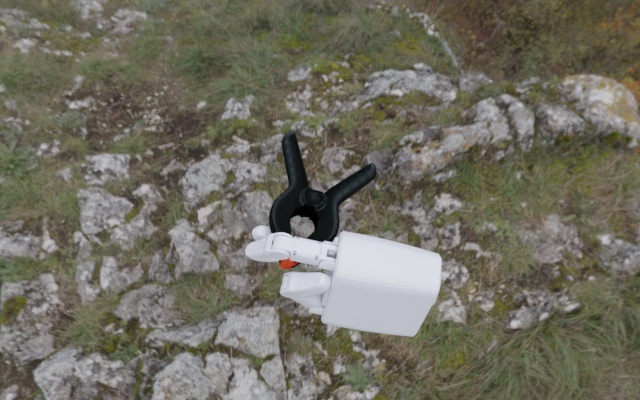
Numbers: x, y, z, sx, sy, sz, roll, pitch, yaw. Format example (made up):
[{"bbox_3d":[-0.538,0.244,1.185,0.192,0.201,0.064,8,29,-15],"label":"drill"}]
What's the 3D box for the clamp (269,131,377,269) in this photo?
[{"bbox_3d":[0.000,0.002,0.546,0.120,0.171,0.039,11,-28,0],"label":"clamp"}]
